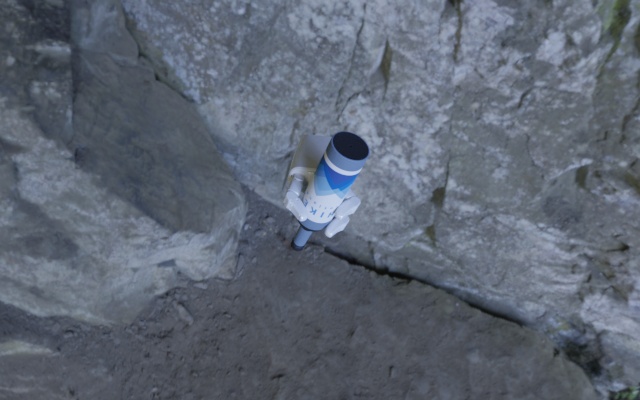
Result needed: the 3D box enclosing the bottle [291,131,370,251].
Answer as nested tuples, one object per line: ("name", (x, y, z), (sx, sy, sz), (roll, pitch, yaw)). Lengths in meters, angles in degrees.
("bottle", (0.000, 0.003, 0.864), (0.069, 0.069, 0.296), (0, -37, -24))
